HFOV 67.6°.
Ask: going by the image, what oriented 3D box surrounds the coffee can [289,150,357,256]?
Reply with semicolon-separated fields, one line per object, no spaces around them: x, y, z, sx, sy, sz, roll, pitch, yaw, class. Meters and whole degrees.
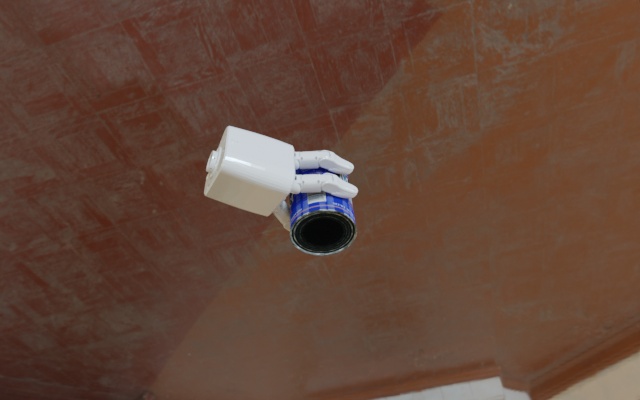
0.000;0.003;0.771;0.103;0.103;0.140;0;44;-5;coffee can
